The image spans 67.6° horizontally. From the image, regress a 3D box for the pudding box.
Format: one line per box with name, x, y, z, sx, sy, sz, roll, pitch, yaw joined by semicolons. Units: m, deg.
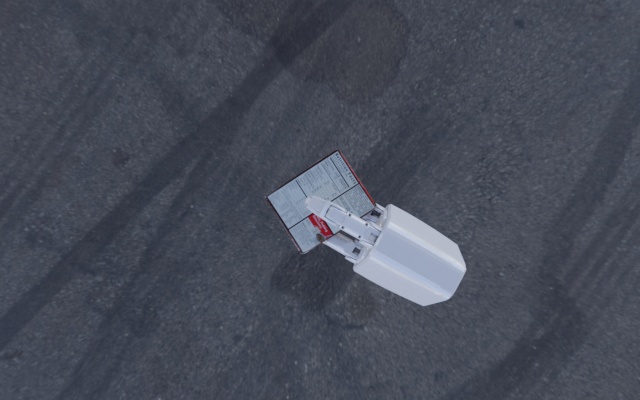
pudding box;0.000;0.002;0.604;0.113;0.090;0.039;-33;-2;-1
